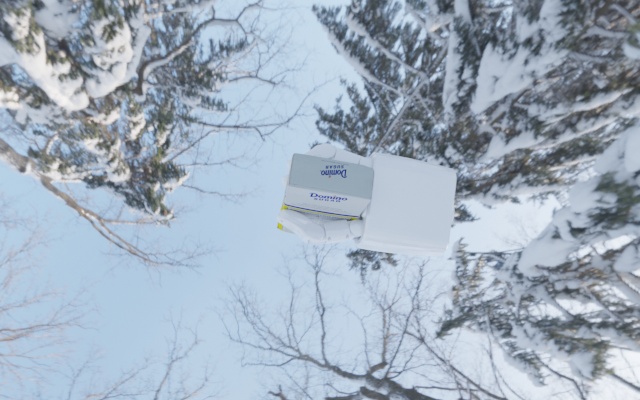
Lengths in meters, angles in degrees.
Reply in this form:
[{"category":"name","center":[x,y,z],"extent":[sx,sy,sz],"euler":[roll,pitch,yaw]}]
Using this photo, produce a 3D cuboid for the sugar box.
[{"category":"sugar box","center":[0.000,0.001,0.588],"extent":[0.093,0.048,0.176],"euler":[10,-23,-6]}]
